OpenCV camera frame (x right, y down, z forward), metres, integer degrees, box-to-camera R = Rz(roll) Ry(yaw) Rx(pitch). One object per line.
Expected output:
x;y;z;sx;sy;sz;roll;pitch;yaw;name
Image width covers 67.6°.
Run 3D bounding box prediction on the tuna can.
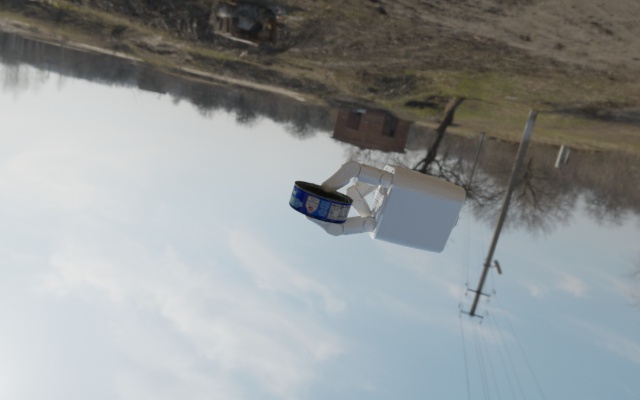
0.000;0.003;0.666;0.086;0.034;0.086;18;10;-3;tuna can
